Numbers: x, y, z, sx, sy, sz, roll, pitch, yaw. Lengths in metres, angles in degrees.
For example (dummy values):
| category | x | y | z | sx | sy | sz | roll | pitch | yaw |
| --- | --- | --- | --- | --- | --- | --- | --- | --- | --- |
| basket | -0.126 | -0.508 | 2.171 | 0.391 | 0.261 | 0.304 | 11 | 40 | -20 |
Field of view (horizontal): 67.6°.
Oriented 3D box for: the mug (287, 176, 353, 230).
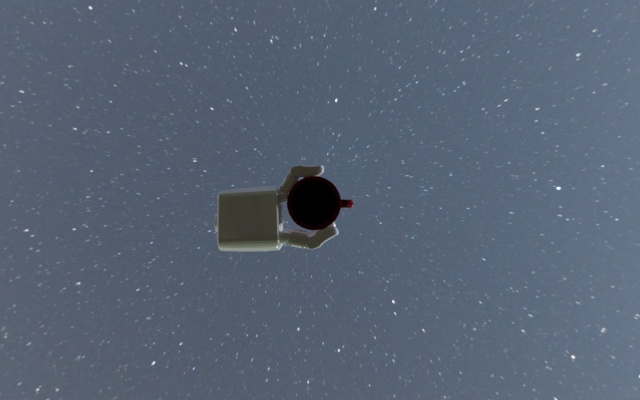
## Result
| category | x | y | z | sx | sy | sz | roll | pitch | yaw |
| --- | --- | --- | --- | --- | --- | --- | --- | --- | --- |
| mug | 0.002 | 0.003 | 0.856 | 0.117 | 0.093 | 0.081 | -1 | 3 | -1 |
